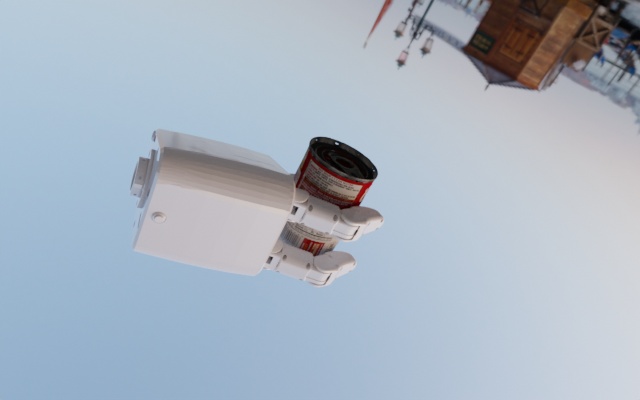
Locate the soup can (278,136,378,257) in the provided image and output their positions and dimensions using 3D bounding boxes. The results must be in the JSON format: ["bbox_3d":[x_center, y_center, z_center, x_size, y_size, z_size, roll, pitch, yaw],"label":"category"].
[{"bbox_3d":[0.000,0.002,0.447,0.068,0.102,0.068,22,27,-12],"label":"soup can"}]
